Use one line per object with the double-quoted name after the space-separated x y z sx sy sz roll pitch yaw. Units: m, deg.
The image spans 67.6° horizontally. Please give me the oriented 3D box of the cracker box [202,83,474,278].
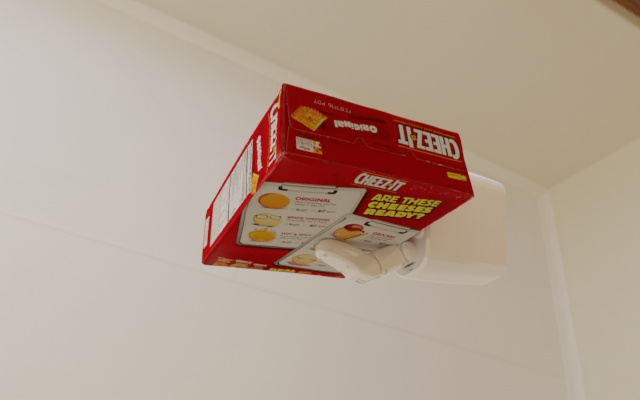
0.000 0.002 0.435 0.164 0.072 0.214 10 -31 -25 "cracker box"
